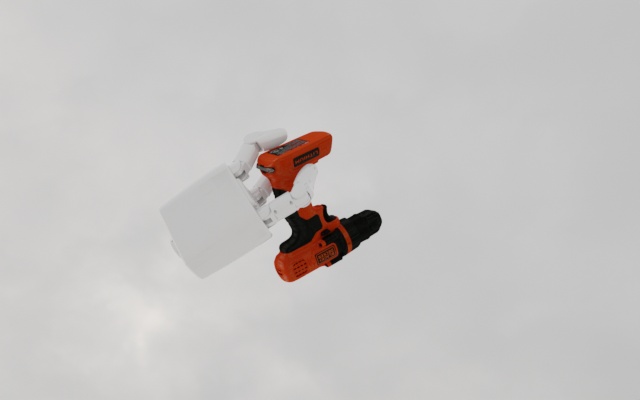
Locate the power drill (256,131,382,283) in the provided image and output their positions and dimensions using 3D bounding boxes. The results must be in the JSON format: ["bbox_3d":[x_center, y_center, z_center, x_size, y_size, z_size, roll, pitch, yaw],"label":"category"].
[{"bbox_3d":[0.000,0.002,0.674,0.184,0.188,0.057,-27,24,-27],"label":"power drill"}]
